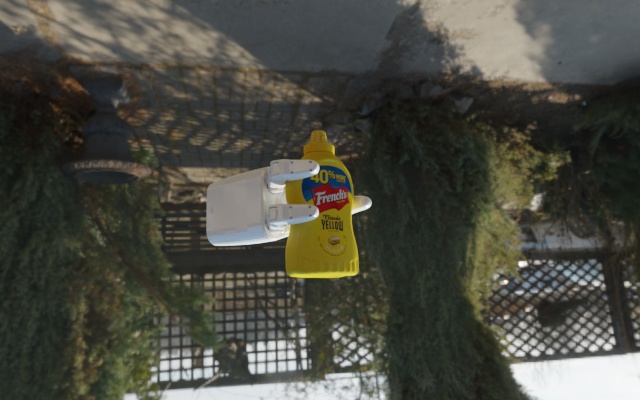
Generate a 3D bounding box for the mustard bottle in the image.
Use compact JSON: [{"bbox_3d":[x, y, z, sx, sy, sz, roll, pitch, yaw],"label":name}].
[{"bbox_3d":[0.000,0.002,0.619,0.096,0.191,0.058,6,-15,-33],"label":"mustard bottle"}]
